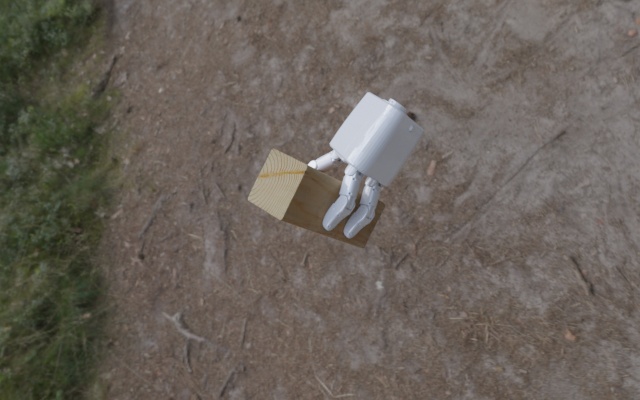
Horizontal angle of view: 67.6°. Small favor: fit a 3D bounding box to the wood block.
[{"bbox_3d":[0.000,0.002,0.770,0.090,0.090,0.206,29,4,43],"label":"wood block"}]
